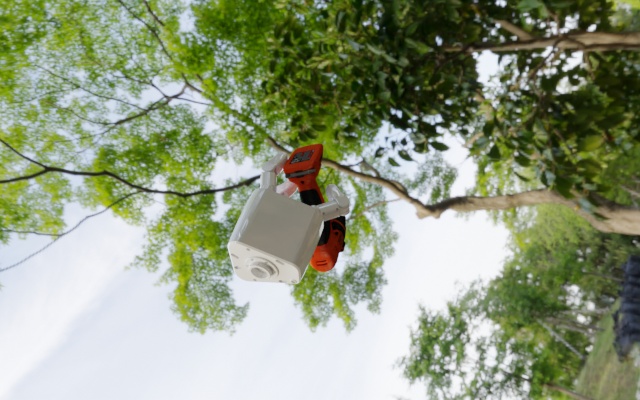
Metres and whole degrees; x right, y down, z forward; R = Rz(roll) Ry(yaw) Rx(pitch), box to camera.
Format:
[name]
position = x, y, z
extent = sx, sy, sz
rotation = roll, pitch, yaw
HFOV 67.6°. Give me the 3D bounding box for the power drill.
[power drill]
position = 0.000, 0.002, 0.815
extent = 0.057, 0.188, 0.184
rotation = -13, 21, 13
